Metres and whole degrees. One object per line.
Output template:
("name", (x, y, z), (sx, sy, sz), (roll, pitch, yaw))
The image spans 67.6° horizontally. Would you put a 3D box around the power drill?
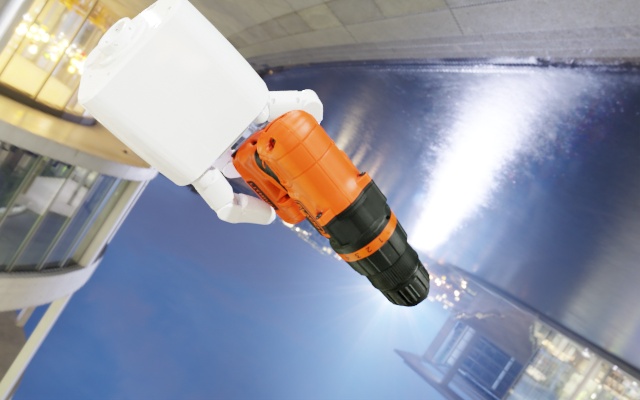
("power drill", (0.000, 0.001, 0.413), (0.057, 0.184, 0.187), (-43, 22, -11))
